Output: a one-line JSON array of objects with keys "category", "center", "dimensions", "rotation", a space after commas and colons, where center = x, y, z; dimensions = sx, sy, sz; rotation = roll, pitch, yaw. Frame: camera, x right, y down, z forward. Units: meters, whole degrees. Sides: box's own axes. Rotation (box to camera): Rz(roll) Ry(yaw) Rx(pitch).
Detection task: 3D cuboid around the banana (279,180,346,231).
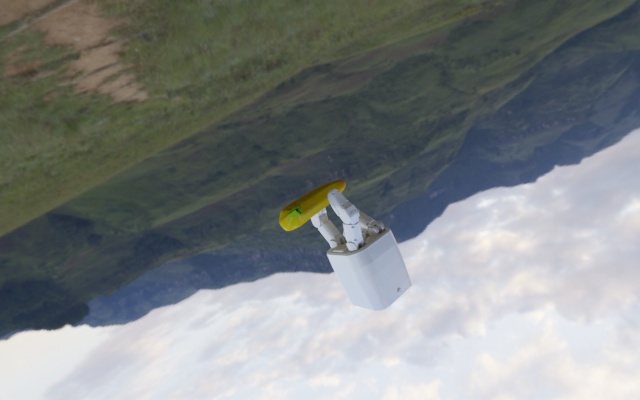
[{"category": "banana", "center": [-0.017, 0.009, 0.747], "dimensions": [0.069, 0.037, 0.197], "rotation": [-22, 7, 25]}]
